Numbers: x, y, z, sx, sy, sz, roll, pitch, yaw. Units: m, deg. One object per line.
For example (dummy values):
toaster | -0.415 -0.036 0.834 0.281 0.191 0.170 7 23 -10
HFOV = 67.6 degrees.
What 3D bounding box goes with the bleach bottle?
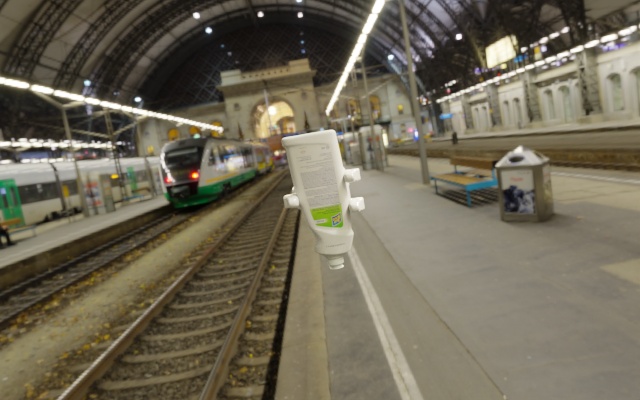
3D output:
bleach bottle | 0.000 0.003 0.873 0.102 0.251 0.068 -9 7 5
